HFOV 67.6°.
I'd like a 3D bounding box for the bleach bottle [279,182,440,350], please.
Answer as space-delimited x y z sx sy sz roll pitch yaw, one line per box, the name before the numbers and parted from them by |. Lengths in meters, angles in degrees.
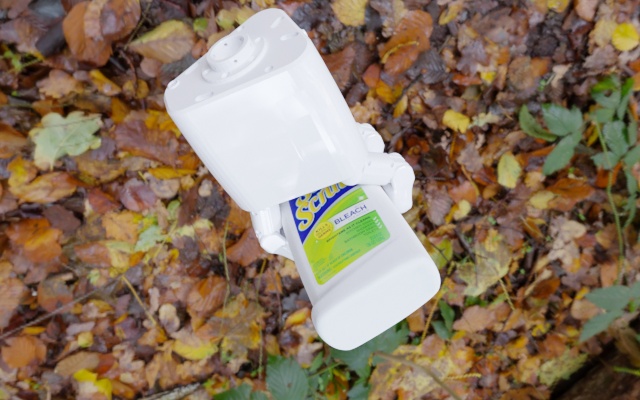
bleach bottle | 0.000 0.001 0.433 0.102 0.250 0.068 -33 -45 1
